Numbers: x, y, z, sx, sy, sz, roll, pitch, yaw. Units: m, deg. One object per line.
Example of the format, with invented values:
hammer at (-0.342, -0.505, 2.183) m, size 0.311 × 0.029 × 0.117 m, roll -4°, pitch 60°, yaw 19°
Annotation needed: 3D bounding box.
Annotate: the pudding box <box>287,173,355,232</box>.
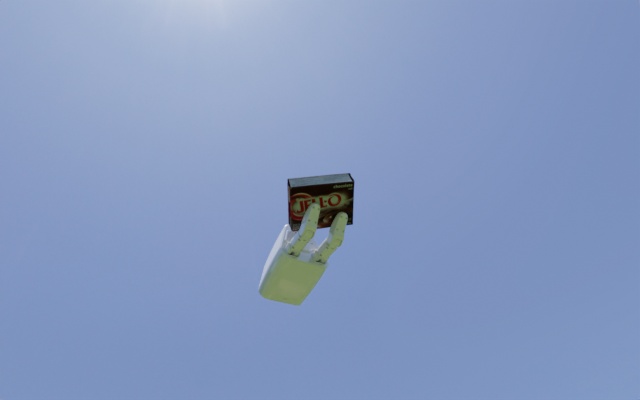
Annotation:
pudding box at (0.000, 0.003, 0.825) m, size 0.113 × 0.090 × 0.039 m, roll -7°, pitch 34°, yaw -11°
